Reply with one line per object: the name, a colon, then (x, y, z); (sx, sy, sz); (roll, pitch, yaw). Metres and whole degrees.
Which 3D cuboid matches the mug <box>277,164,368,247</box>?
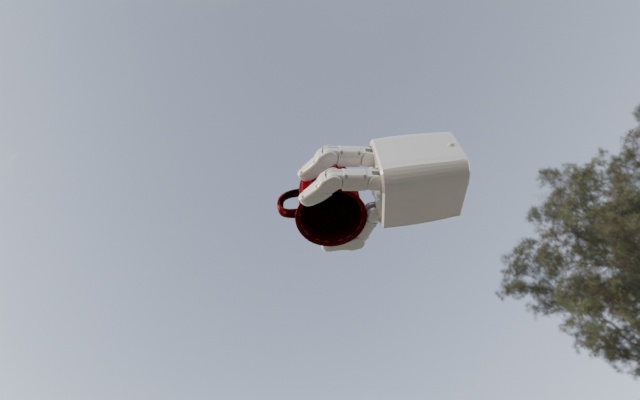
mug: (-0.001, 0.002, 0.645); (0.117, 0.093, 0.081); (-5, 34, 0)
